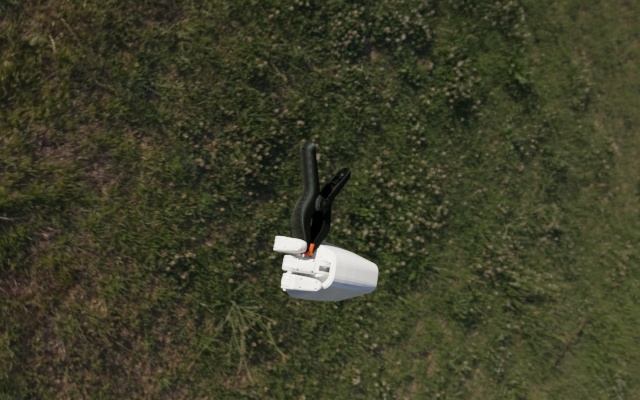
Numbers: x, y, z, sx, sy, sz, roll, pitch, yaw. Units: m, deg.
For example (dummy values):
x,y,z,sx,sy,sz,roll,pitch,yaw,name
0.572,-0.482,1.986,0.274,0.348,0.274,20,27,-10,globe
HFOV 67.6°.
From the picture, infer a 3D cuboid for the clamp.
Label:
x,y,z,sx,sy,sz,roll,pitch,yaw,name
0.000,0.003,0.753,0.039,0.171,0.120,5,-7,45,clamp
